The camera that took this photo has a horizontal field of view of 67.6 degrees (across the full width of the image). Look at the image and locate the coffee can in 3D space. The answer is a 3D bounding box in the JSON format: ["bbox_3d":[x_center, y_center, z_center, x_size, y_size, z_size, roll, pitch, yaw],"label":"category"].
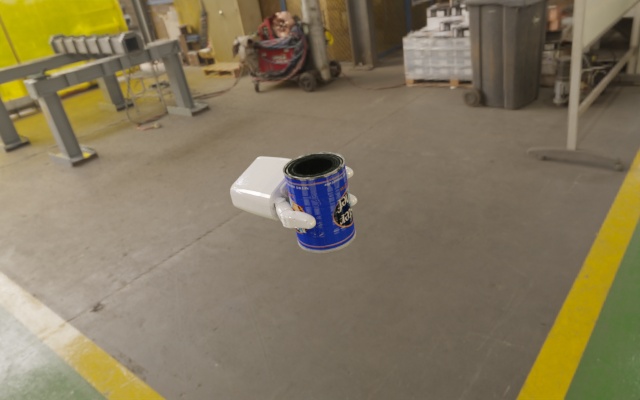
[{"bbox_3d":[0.000,0.003,0.800,0.103,0.140,0.102,-8,28,4],"label":"coffee can"}]
